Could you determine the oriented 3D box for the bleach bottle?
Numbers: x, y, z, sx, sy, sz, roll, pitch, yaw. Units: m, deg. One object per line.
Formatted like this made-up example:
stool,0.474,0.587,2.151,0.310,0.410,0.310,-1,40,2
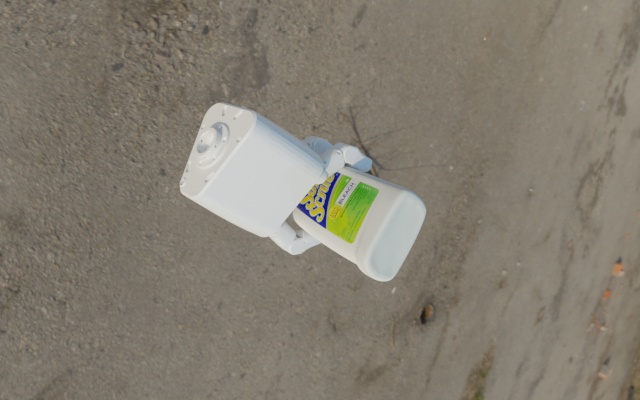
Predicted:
bleach bottle,0.000,0.002,0.580,0.250,0.102,0.068,23,-9,45
